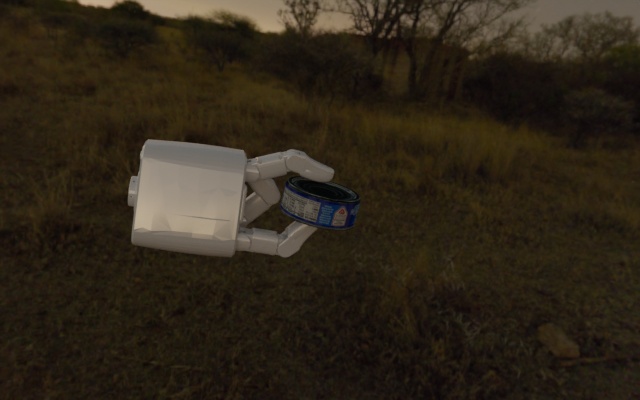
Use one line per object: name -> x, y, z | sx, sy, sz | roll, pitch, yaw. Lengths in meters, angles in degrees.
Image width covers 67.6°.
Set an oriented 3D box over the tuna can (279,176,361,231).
tuna can -> 0.000, 0.001, 0.525 | 0.086, 0.034, 0.086 | 14, 15, -4
